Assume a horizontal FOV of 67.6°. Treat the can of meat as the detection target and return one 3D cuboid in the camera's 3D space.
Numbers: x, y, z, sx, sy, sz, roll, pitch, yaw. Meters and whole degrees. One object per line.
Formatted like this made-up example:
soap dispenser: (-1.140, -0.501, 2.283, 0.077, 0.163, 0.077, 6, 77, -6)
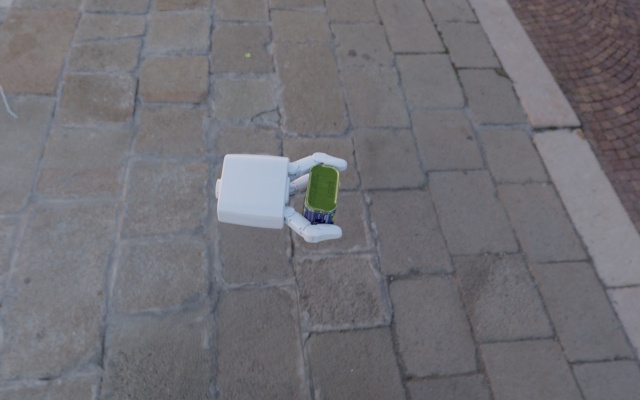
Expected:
can of meat: (0.000, 0.002, 0.794, 0.057, 0.102, 0.084, 8, -37, -1)
